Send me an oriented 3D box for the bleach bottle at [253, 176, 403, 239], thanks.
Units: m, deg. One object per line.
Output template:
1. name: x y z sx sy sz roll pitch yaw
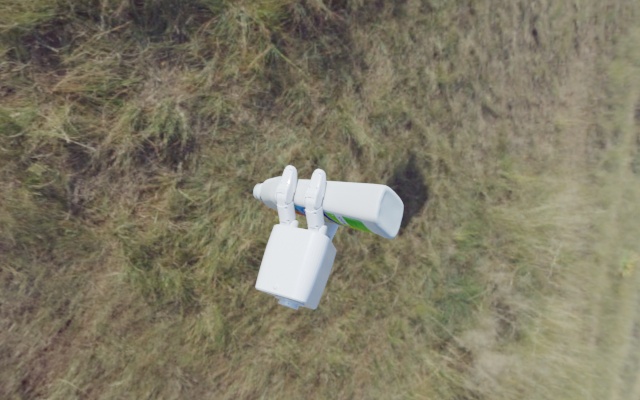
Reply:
1. bleach bottle: 0.000 0.002 0.780 0.251 0.068 0.103 8 -17 32
